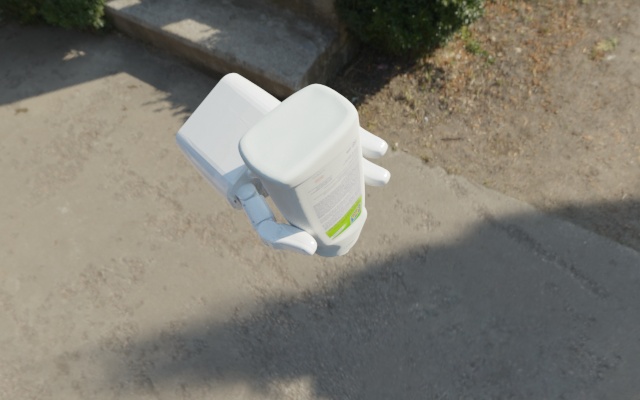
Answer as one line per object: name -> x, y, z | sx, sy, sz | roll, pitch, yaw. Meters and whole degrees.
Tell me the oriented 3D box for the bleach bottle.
bleach bottle -> 0.000, 0.002, 0.490 | 0.068, 0.102, 0.251 | 41, -16, 26
